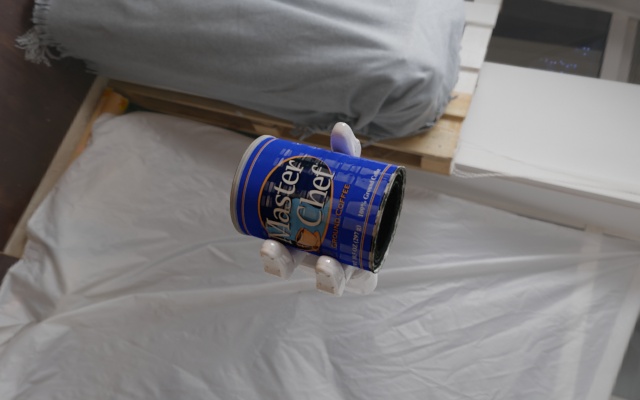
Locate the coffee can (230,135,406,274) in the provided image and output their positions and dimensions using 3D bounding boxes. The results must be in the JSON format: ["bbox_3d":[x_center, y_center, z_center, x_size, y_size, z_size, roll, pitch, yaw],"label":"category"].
[{"bbox_3d":[0.000,0.001,0.459,0.140,0.103,0.103,15,5,18],"label":"coffee can"}]
